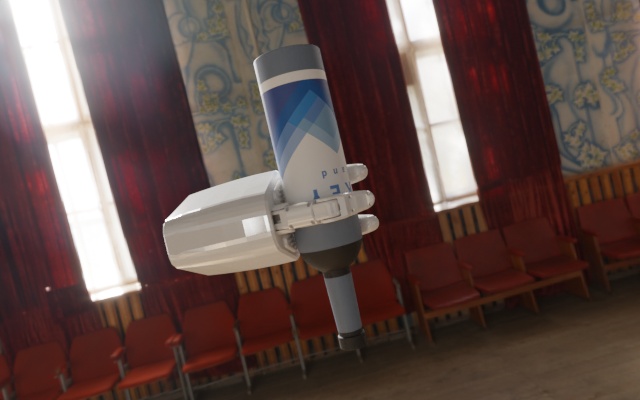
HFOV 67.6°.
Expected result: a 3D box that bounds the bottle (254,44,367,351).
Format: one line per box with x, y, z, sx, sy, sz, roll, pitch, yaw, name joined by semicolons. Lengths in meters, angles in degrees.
0.000;0.001;0.473;0.069;0.295;0.069;-13;1;0;bottle
